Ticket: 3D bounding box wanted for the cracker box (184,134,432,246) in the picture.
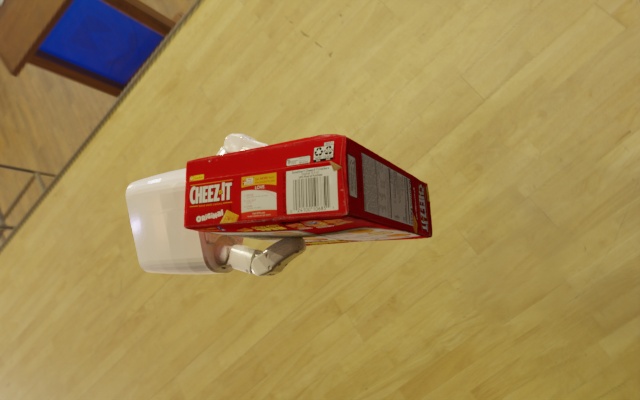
[{"bbox_3d":[0.000,0.002,0.476,0.164,0.072,0.214,-6,-11,29],"label":"cracker box"}]
